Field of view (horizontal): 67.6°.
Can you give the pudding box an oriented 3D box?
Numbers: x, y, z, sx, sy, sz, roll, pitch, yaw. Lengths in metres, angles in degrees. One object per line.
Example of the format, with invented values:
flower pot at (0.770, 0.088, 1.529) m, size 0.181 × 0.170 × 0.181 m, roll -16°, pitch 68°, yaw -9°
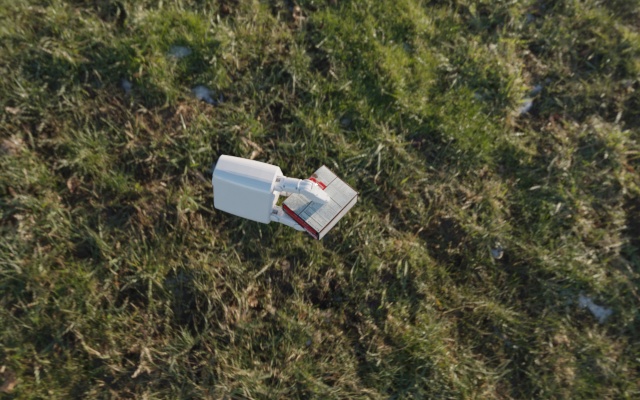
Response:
pudding box at (0.000, 0.003, 0.857) m, size 0.090 × 0.113 × 0.039 m, roll 40°, pitch -20°, yaw 14°
